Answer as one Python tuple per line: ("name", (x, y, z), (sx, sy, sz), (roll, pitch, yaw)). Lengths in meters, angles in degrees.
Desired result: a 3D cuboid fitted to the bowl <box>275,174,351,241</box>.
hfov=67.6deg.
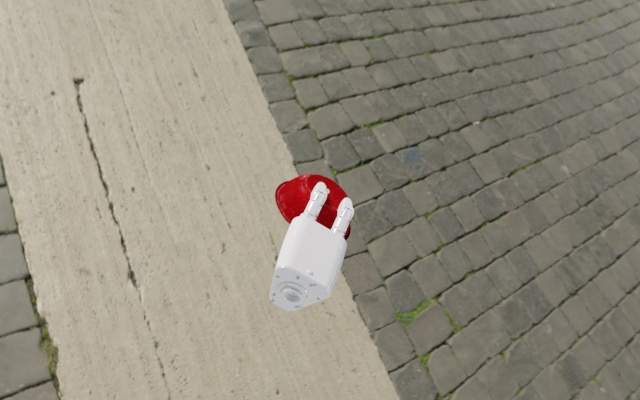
("bowl", (0.000, 0.002, 0.874), (0.162, 0.162, 0.055), (0, -44, -44))
